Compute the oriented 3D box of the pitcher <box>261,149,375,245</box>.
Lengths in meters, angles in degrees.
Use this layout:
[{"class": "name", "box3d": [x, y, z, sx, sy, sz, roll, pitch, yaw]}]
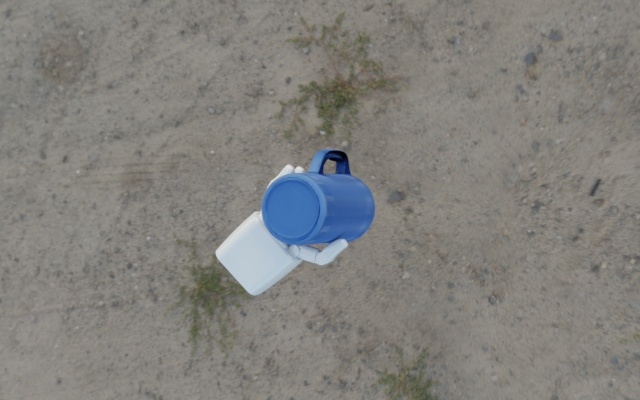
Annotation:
[{"class": "pitcher", "box3d": [0.000, 0.003, 0.814, 0.145, 0.149, 0.243, -40, -14, 15]}]
